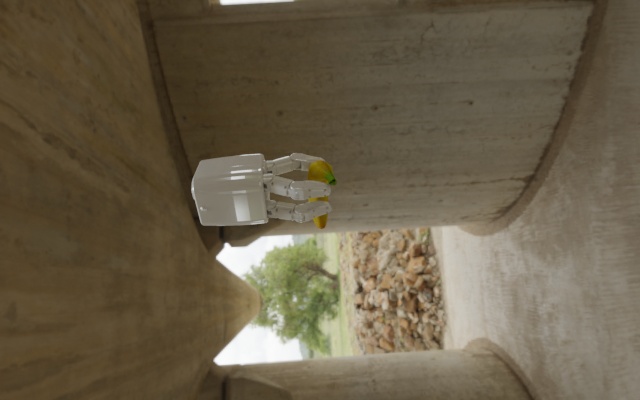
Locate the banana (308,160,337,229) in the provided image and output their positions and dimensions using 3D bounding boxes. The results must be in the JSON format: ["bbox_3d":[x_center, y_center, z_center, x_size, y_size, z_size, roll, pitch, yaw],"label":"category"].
[{"bbox_3d":[-0.002,-0.016,0.803,0.037,0.069,0.198,-5,-23,-5],"label":"banana"}]
